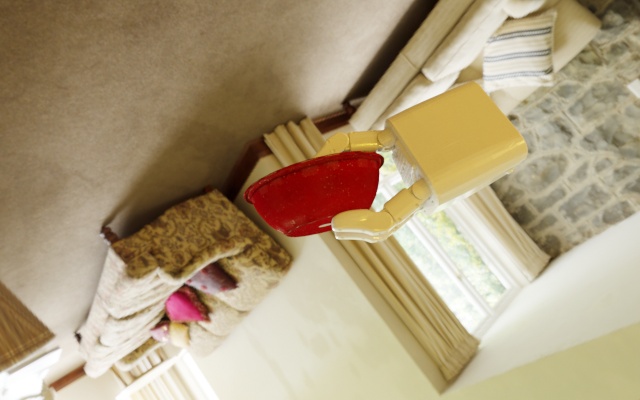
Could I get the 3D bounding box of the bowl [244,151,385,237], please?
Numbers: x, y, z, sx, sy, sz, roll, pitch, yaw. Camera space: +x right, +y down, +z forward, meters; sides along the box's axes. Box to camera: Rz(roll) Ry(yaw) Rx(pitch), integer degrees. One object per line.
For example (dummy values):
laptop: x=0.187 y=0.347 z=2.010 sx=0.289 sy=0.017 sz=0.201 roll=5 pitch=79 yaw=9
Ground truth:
bowl: x=-0.001 y=0.003 z=0.527 sx=0.162 sy=0.055 sz=0.162 roll=-14 pitch=-12 yaw=-3
